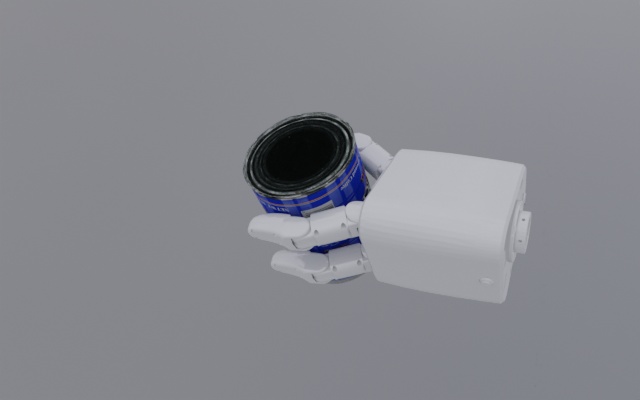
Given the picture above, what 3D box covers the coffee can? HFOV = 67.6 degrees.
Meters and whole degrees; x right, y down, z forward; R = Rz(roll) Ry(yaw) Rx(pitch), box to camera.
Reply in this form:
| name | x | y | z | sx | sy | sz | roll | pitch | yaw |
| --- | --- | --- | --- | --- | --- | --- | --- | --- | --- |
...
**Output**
| name | x | y | z | sx | sy | sz | roll | pitch | yaw |
| --- | --- | --- | --- | --- | --- | --- | --- | --- | --- |
| coffee can | 0.000 | 0.002 | 0.462 | 0.103 | 0.102 | 0.140 | 0 | -38 | 21 |
